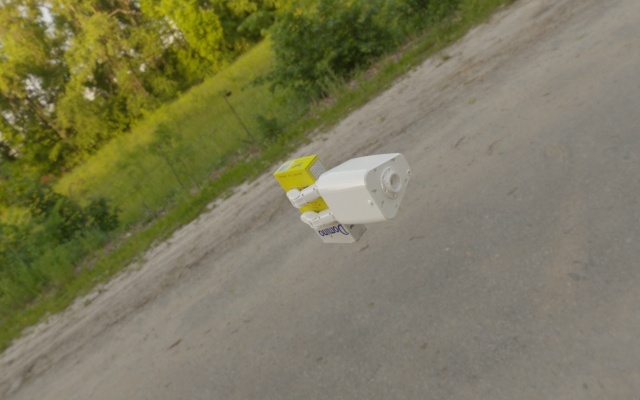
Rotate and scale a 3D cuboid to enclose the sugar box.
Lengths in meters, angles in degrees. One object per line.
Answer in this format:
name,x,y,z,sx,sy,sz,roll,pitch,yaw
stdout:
sugar box,0.000,0.003,0.867,0.093,0.176,0.048,-6,35,49
